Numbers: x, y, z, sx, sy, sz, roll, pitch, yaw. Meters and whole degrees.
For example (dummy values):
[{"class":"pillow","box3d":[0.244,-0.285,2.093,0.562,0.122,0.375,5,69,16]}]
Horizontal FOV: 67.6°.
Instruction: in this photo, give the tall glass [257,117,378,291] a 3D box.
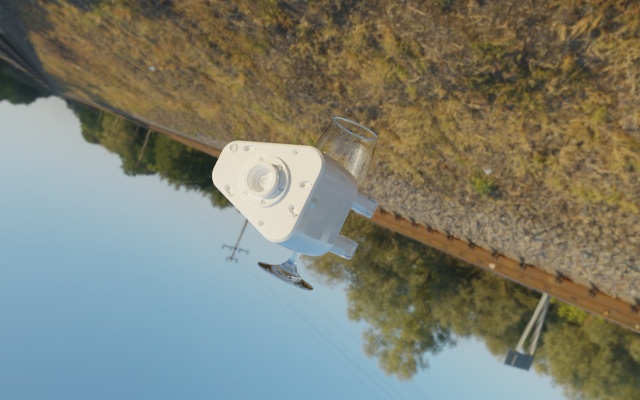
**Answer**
[{"class":"tall glass","box3d":[0.000,0.003,0.578,0.079,0.201,0.079,26,-2,1]}]
